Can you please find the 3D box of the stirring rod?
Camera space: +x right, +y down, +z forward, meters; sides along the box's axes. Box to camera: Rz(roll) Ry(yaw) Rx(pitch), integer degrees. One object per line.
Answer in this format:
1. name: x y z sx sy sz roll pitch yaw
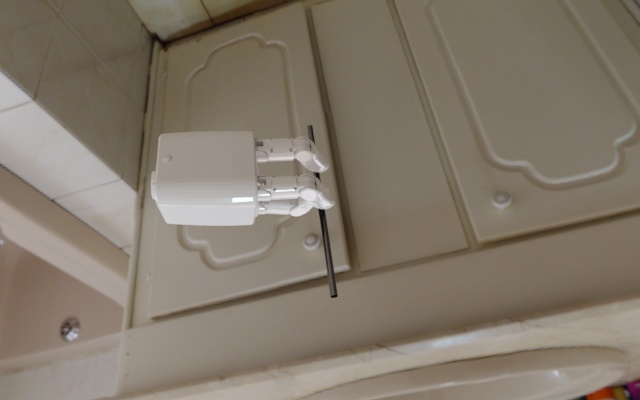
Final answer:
1. stirring rod: 0.000 0.002 0.571 0.011 0.239 0.011 -6 -33 -4
